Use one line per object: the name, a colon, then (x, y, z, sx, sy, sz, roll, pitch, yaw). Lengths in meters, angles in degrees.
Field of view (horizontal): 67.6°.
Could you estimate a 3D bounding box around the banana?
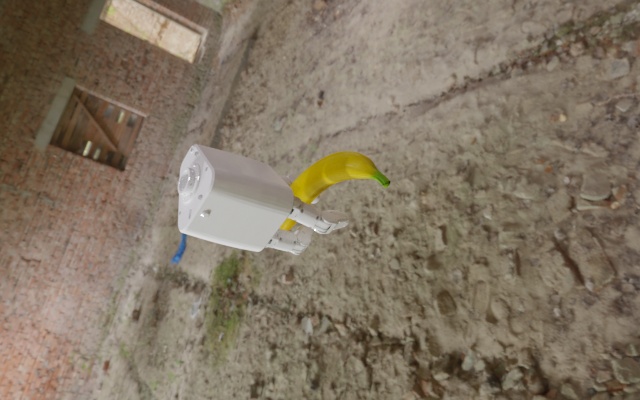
banana: (-0.001, -0.016, 0.629, 0.198, 0.069, 0.037, -27, -25, 39)
